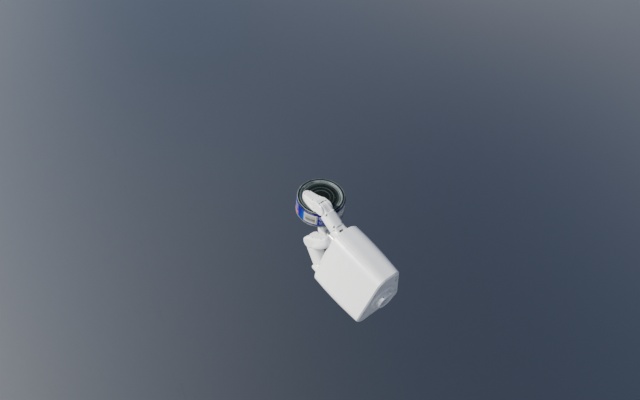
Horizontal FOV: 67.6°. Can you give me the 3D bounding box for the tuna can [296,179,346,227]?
[{"bbox_3d":[0.000,0.002,0.822,0.086,0.086,0.034,0,-42,-5],"label":"tuna can"}]
